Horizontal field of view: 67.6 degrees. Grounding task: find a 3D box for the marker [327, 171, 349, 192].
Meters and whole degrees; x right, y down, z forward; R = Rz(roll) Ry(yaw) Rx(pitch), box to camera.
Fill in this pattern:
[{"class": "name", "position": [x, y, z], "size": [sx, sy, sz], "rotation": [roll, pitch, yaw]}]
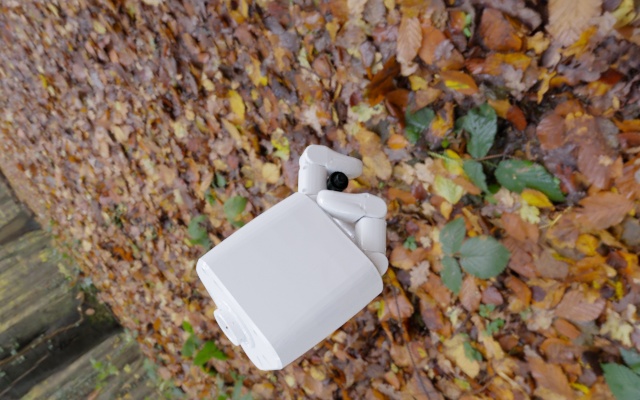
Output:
[{"class": "marker", "position": [0.000, 0.002, 0.474], "size": [0.020, 0.020, 0.121], "rotation": [0, -20, -19]}]
